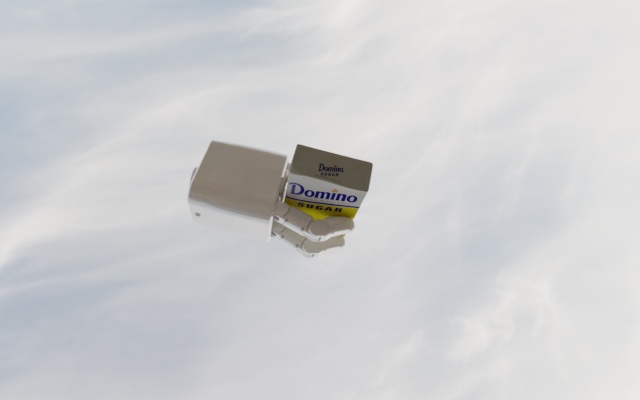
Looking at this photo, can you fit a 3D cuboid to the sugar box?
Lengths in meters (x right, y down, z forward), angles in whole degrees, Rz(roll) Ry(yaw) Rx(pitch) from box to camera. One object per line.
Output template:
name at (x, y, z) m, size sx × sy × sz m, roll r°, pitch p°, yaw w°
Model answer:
sugar box at (0.000, 0.002, 0.608) m, size 0.093 × 0.048 × 0.176 m, roll 14°, pitch -26°, yaw -2°
